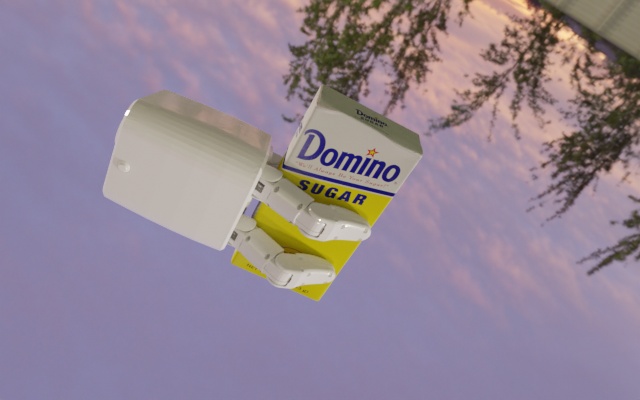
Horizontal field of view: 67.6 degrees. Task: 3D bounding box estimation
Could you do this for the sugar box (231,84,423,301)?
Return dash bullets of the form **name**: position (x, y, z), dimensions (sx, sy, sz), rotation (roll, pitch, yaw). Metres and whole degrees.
- **sugar box**: position (0.000, 0.002, 0.409), dimensions (0.093, 0.176, 0.048), rotation (25, 33, -11)
